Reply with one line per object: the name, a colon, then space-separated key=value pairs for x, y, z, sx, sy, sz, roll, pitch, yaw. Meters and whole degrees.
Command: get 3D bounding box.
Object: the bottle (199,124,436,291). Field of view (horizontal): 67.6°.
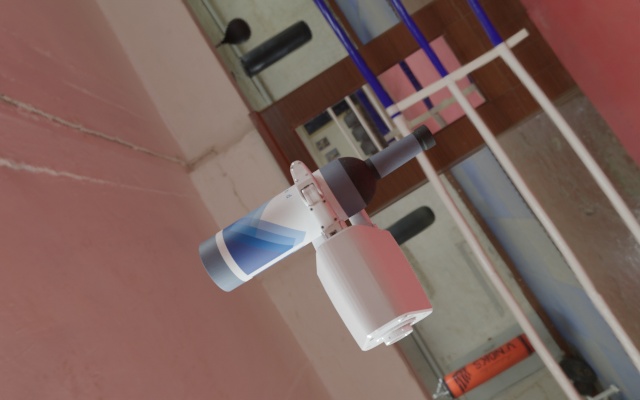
bottle: x=0.000 y=0.002 z=0.555 sx=0.296 sy=0.069 sz=0.069 roll=-32 pitch=-3 yaw=4
